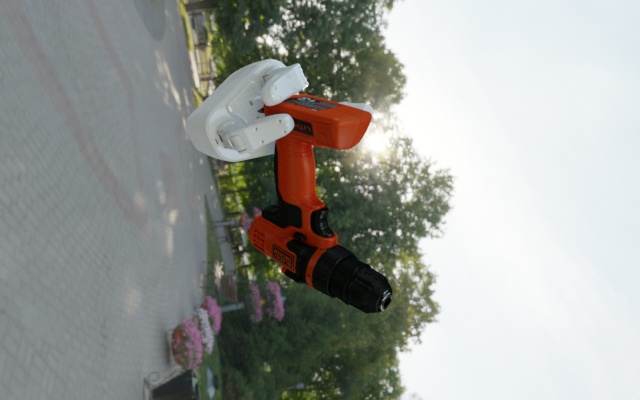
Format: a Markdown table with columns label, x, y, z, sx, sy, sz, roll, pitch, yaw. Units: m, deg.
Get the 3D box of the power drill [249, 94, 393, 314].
| label | x | y | z | sx | sy | sz | roll | pitch | yaw |
| --- | --- | --- | --- | --- | --- | --- | --- | --- | --- |
| power drill | 0.000 | 0.001 | 0.464 | 0.184 | 0.188 | 0.057 | 24 | 30 | 36 |
